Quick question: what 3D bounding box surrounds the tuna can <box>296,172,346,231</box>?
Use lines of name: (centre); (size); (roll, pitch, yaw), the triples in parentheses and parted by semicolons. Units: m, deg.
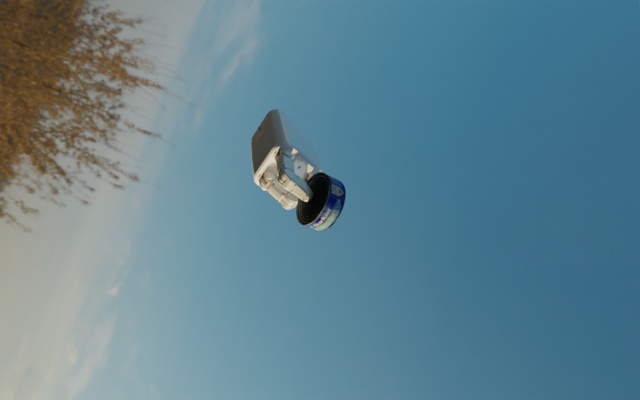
tuna can: (0.001, 0.003, 0.729); (0.034, 0.086, 0.086); (23, -12, -29)
